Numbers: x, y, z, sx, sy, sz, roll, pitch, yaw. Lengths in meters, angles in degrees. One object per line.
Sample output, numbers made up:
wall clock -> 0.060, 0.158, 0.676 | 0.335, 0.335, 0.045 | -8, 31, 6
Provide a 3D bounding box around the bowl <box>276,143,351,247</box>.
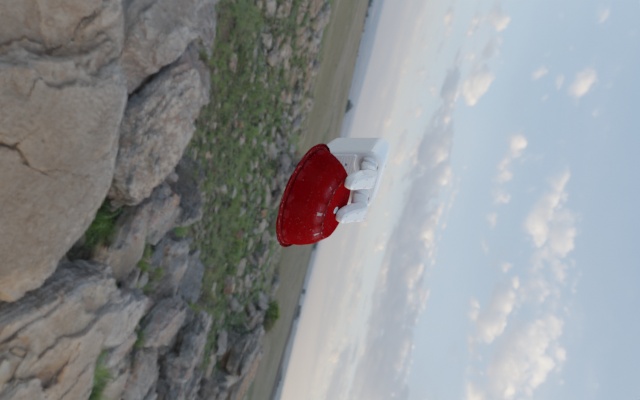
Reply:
bowl -> 0.000, 0.003, 0.689 | 0.055, 0.162, 0.162 | 22, 7, 18
